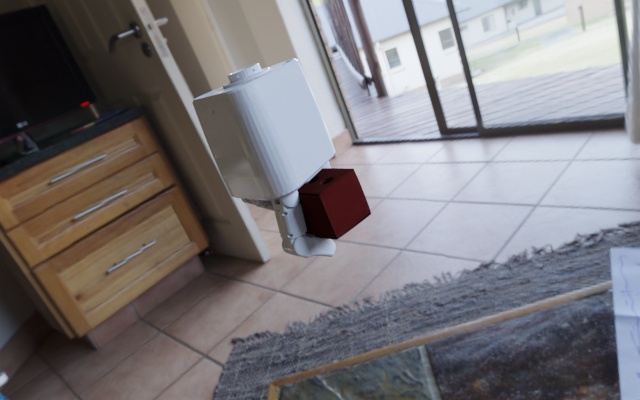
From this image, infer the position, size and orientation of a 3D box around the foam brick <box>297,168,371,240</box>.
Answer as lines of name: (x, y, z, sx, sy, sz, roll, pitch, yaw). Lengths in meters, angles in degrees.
foam brick: (0.000, 0.002, 0.480, 0.053, 0.051, 0.078, -35, 25, -34)
